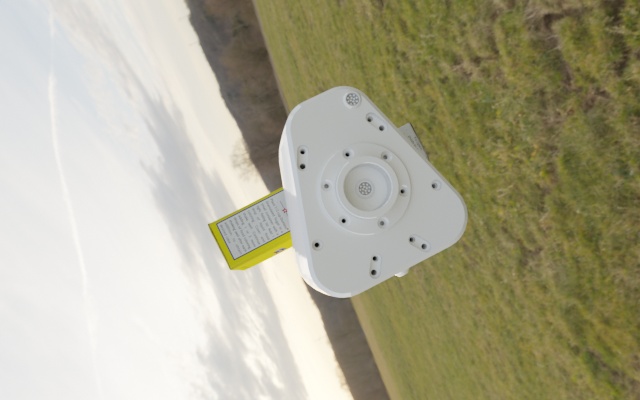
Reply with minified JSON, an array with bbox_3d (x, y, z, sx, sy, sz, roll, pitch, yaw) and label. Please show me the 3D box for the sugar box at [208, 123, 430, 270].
[{"bbox_3d":[0.000,0.002,0.405,0.176,0.048,0.093,-25,-6,-5],"label":"sugar box"}]
